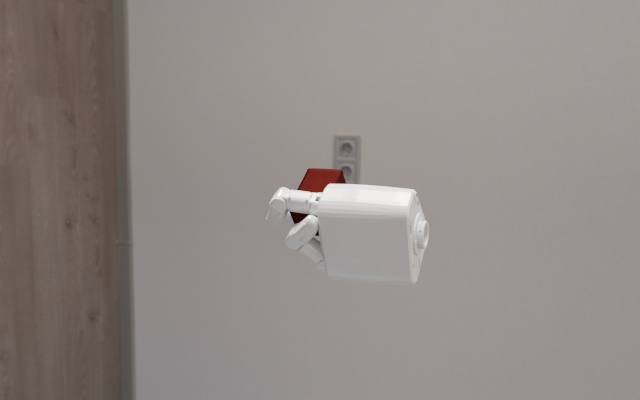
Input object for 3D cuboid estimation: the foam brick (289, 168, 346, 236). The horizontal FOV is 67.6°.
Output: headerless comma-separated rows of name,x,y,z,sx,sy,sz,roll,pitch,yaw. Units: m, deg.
foam brick,0.000,0.002,0.623,0.051,0.053,0.078,2,44,24
